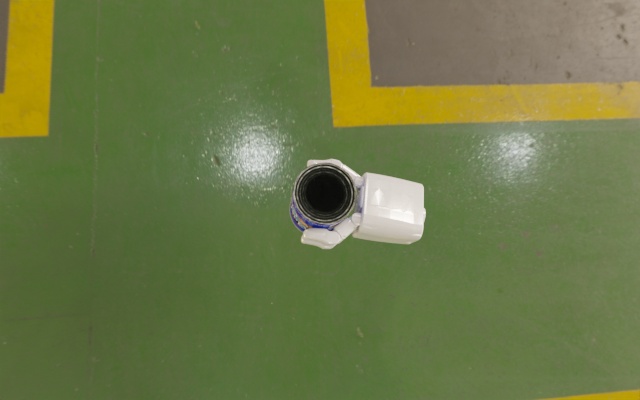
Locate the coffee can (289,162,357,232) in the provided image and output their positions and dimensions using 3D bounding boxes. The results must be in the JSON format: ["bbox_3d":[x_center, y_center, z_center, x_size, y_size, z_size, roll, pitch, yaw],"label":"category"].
[{"bbox_3d":[0.000,0.003,0.827,0.103,0.102,0.140,0,-12,-6],"label":"coffee can"}]
